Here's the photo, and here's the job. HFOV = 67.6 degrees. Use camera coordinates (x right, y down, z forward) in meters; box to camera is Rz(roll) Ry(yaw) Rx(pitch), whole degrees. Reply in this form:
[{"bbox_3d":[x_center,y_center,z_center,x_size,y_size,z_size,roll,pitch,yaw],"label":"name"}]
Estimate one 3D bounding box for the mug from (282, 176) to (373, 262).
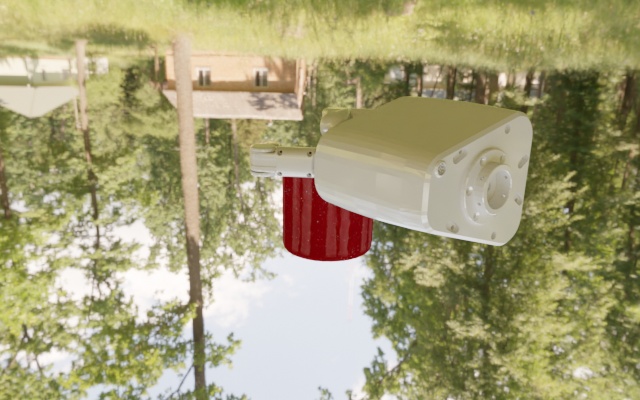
[{"bbox_3d":[-0.001,0.001,0.438,0.093,0.081,0.117,-9,17,-33],"label":"mug"}]
